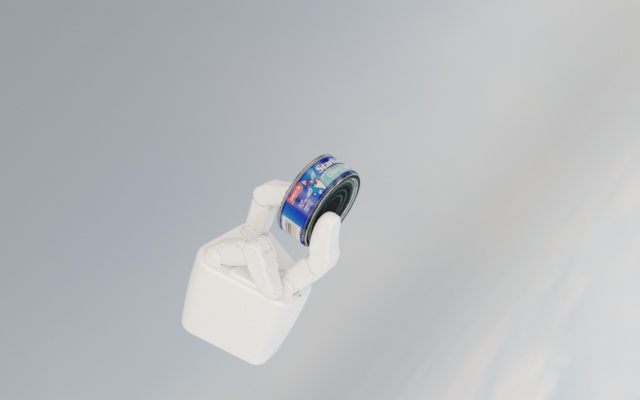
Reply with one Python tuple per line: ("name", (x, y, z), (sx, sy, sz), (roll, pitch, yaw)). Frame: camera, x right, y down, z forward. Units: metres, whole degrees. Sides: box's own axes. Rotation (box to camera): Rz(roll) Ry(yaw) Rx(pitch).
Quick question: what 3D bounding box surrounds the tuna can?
("tuna can", (0.001, 0.002, 0.451), (0.033, 0.086, 0.086), (35, 14, 21))
